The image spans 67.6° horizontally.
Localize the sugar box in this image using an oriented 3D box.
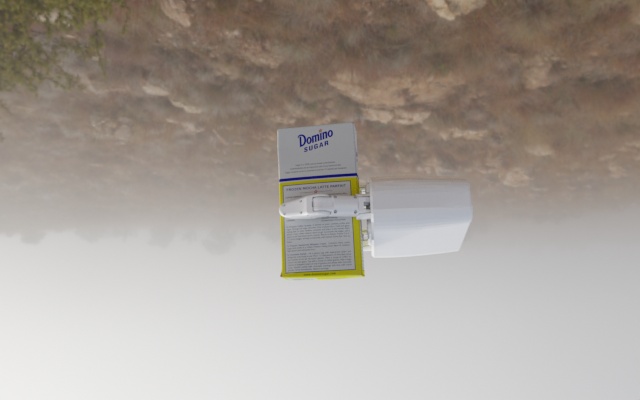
[{"bbox_3d":[0.000,0.002,0.554,0.093,0.176,0.048,-3,-13,8],"label":"sugar box"}]
